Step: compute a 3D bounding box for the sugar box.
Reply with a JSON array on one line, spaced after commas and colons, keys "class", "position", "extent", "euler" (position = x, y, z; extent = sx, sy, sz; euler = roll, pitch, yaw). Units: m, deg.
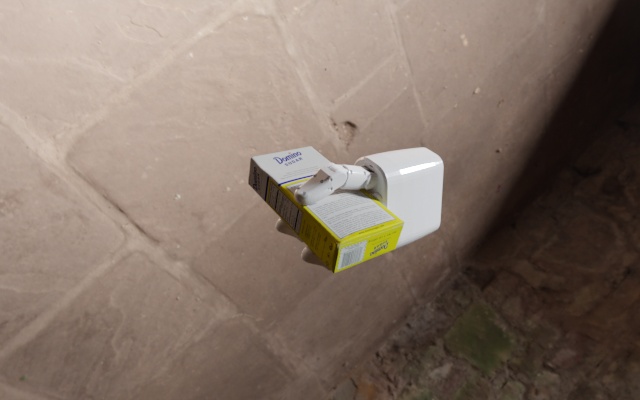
[{"class": "sugar box", "position": [0.000, 0.002, 0.548], "extent": [0.093, 0.048, 0.176], "euler": [-15, 40, -34]}]
